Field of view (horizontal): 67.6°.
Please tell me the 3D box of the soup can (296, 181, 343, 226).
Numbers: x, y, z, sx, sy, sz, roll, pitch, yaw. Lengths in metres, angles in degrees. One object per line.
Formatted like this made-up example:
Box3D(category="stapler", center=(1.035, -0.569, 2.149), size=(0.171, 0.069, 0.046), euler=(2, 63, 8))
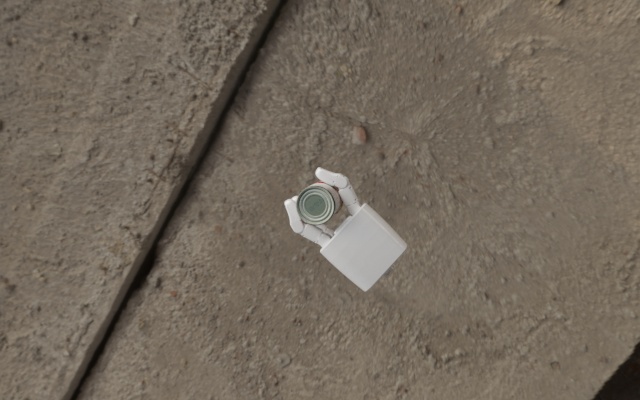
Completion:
Box3D(category="soup can", center=(0.000, 0.002, 0.828), size=(0.068, 0.068, 0.102), euler=(0, 7, 11))
